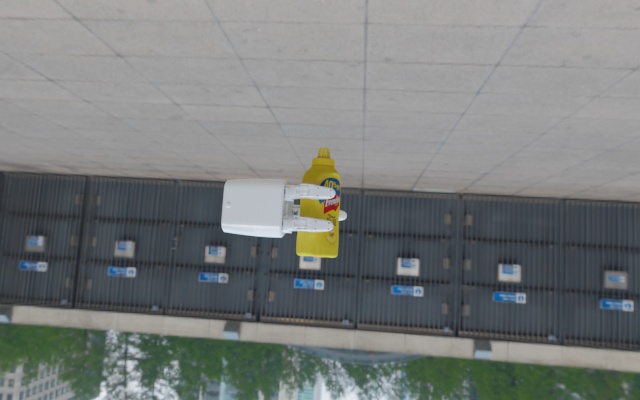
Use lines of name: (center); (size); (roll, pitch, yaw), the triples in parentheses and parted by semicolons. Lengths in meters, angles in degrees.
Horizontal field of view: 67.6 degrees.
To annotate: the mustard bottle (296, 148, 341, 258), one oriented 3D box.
mustard bottle: (0.000, 0.003, 0.839); (0.058, 0.191, 0.096); (-1, -7, 32)
